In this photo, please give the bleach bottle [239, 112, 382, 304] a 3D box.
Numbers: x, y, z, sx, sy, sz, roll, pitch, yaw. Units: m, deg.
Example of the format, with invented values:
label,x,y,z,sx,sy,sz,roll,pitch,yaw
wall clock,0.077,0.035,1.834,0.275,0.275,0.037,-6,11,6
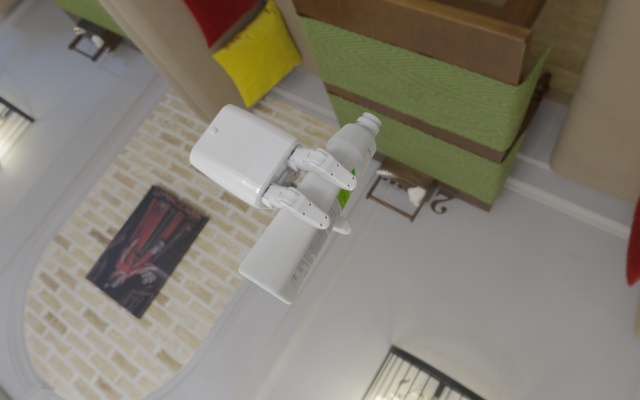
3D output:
label,x,y,z,sx,sy,sz,roll,pitch,yaw
bleach bottle,0.000,0.002,0.591,0.068,0.250,0.103,30,-13,14
